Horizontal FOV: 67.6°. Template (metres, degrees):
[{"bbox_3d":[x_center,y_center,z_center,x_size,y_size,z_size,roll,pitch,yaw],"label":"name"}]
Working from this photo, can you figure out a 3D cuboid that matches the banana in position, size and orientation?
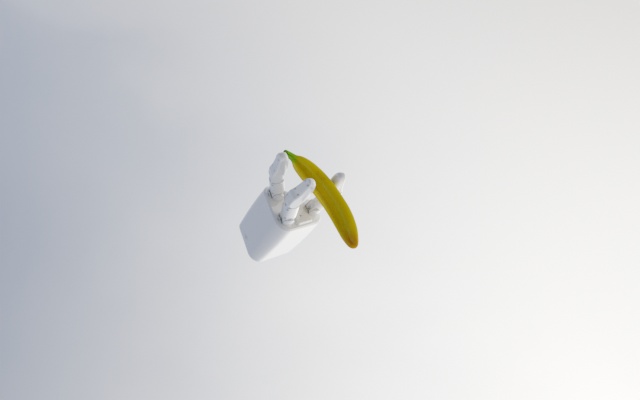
[{"bbox_3d":[0.008,-0.004,0.794,0.037,0.197,0.069,-45,-14,31],"label":"banana"}]
